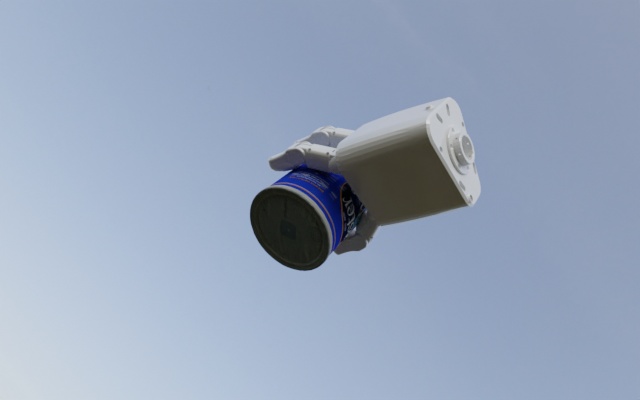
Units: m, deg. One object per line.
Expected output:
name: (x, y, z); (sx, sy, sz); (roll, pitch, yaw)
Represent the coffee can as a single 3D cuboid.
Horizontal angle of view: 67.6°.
coffee can: (0.000, 0.002, 0.560); (0.103, 0.103, 0.140); (0, 26, 34)
